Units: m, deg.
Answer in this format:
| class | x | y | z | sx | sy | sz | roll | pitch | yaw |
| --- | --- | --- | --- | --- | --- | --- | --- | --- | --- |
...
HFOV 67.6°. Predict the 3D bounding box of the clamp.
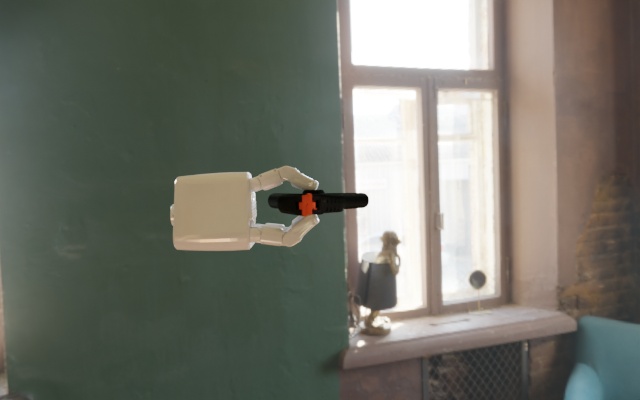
| class | x | y | z | sx | sy | sz | roll | pitch | yaw |
| --- | --- | --- | --- | --- | --- | --- | --- | --- | --- |
| clamp | 0.000 | 0.001 | 0.697 | 0.164 | 0.036 | 0.210 | -2 | 2 | -3 |
